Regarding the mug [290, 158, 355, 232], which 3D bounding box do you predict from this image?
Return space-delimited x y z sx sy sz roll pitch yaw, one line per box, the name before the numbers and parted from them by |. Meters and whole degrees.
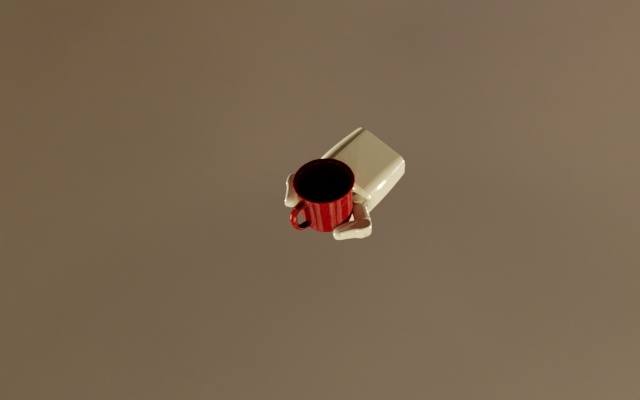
mug | -0.001 0.003 0.734 0.093 0.082 0.117 33 61 29
